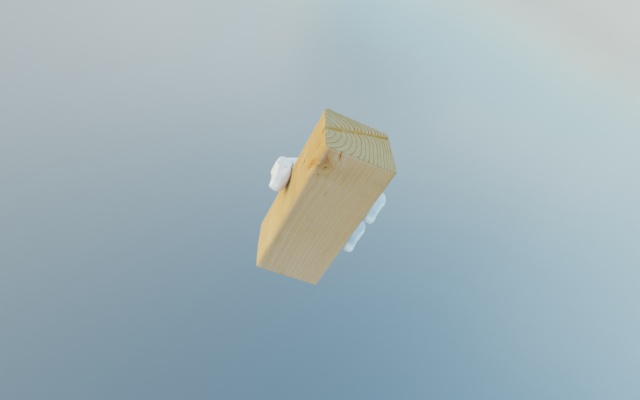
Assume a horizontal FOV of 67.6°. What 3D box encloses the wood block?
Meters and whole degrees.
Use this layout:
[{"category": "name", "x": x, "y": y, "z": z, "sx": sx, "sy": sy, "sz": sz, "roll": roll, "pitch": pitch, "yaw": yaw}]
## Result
[{"category": "wood block", "x": 0.000, "y": 0.002, "z": 0.612, "sx": 0.091, "sy": 0.206, "sz": 0.090, "roll": 21, "pitch": 35, "yaw": -16}]
